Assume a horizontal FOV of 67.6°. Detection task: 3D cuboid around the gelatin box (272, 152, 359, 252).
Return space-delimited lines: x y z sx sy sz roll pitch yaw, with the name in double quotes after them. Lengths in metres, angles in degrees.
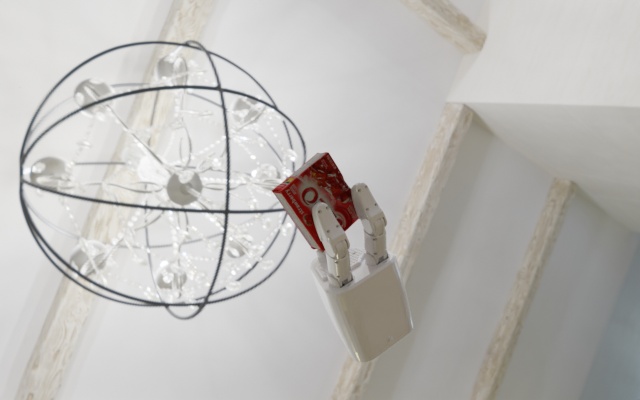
0.000 0.001 0.539 0.073 0.089 0.030 -41 21 -20 "gelatin box"
